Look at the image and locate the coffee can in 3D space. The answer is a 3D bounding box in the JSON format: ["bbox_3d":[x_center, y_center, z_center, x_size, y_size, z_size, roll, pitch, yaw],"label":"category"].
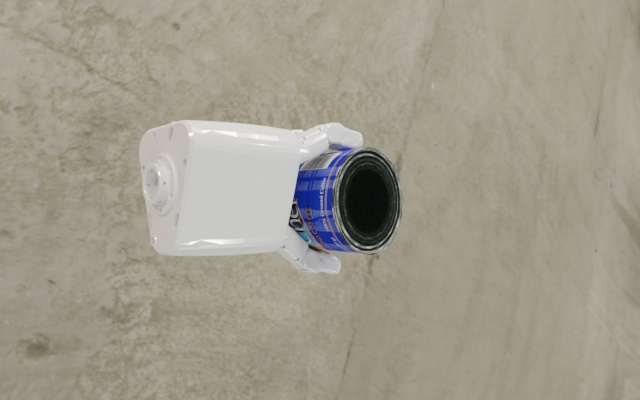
[{"bbox_3d":[0.000,0.002,0.503,0.103,0.103,0.140,0,-1,-44],"label":"coffee can"}]
